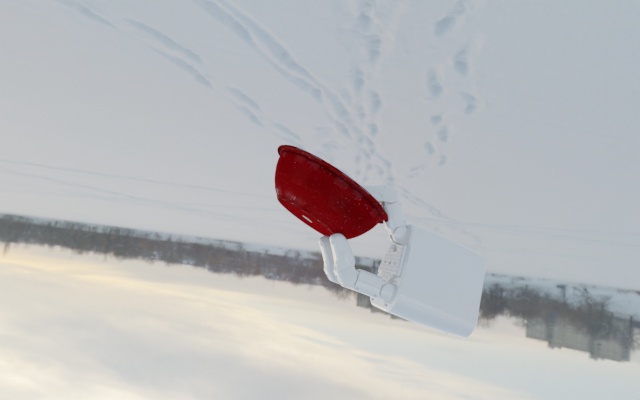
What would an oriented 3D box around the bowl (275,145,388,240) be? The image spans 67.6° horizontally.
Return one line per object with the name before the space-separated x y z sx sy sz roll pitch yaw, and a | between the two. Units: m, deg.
bowl | -0.001 0.002 0.582 0.162 0.055 0.162 34 -10 7
